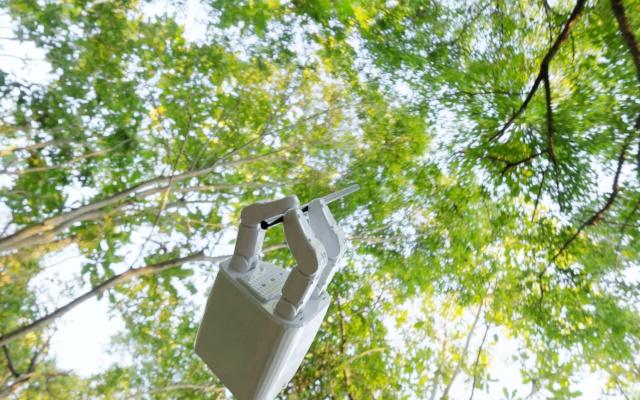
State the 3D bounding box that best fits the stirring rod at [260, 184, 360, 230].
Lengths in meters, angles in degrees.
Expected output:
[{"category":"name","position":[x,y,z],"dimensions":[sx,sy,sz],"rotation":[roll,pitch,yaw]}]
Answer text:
[{"category":"stirring rod","position":[0.000,0.002,0.502],"dimensions":[0.011,0.011,0.239],"rotation":[0,9,23]}]
